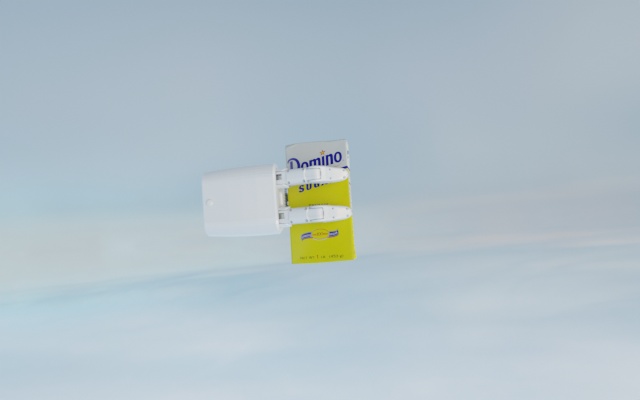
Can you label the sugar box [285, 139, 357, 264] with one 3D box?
[{"bbox_3d":[0.000,0.002,0.701,0.093,0.176,0.048,-5,-4,7],"label":"sugar box"}]
